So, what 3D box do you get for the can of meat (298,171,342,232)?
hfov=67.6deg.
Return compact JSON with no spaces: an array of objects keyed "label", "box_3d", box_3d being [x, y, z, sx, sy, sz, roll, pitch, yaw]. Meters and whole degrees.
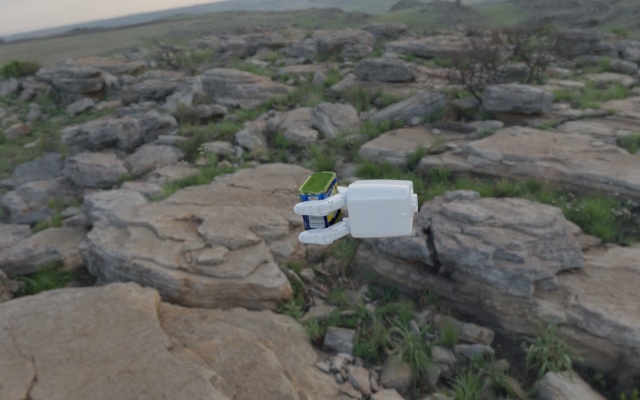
[{"label":"can of meat","box_3d":[0.000,0.003,0.875,0.057,0.084,0.102,1,26,18]}]
